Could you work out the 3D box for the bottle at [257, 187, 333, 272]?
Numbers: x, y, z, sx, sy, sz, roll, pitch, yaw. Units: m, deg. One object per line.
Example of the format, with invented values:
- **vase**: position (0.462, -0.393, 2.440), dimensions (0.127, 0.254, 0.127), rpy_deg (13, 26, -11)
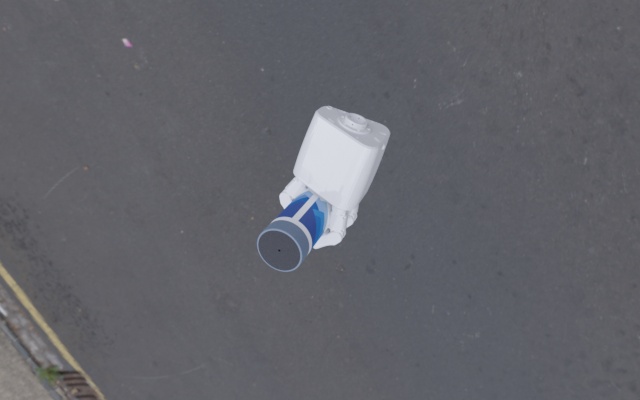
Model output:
- **bottle**: position (0.000, 0.003, 0.749), dimensions (0.069, 0.069, 0.295), rpy_deg (0, 26, 24)
